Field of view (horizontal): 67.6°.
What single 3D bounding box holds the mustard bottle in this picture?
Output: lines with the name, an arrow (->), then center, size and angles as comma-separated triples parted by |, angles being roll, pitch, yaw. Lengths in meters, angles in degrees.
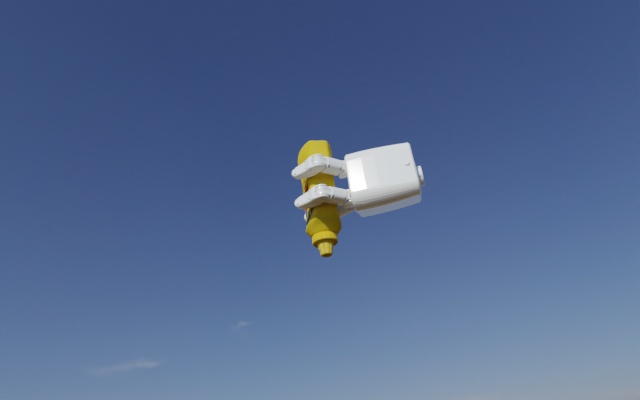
mustard bottle -> 0.000, 0.002, 0.791 | 0.058, 0.191, 0.096 | -1, -29, -12
